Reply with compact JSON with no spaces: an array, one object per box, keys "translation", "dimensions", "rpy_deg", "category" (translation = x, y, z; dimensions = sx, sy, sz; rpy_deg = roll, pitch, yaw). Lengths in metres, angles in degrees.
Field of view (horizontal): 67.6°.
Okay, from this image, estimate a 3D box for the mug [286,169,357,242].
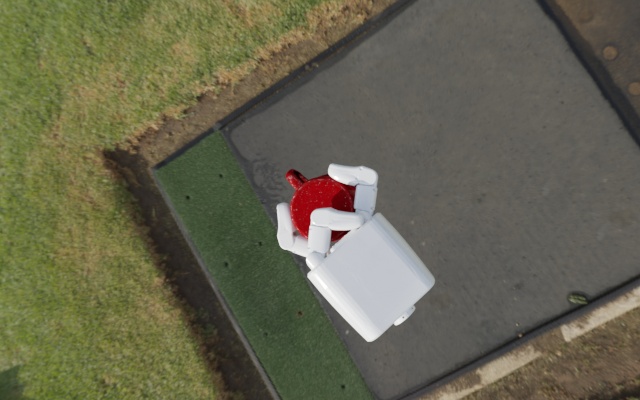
[{"translation":[-0.001,0.001,0.617],"dimensions":[0.093,0.117,0.081],"rpy_deg":[-44,-6,8],"category":"mug"}]
